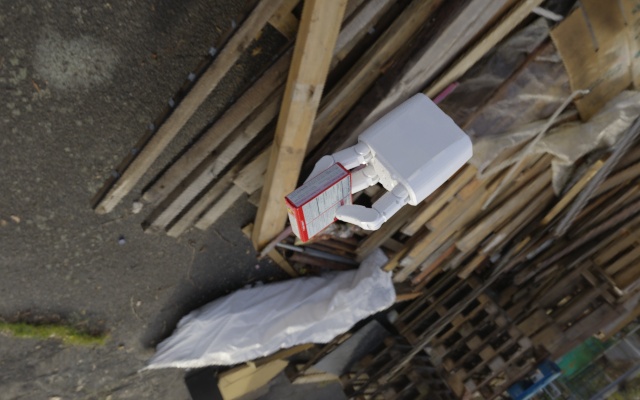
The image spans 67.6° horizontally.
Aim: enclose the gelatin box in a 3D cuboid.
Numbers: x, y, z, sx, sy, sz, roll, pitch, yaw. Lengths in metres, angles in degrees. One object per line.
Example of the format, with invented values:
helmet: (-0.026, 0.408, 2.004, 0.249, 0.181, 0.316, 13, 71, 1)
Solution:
gelatin box: (0.000, 0.002, 0.616, 0.089, 0.073, 0.030, -35, 56, -20)
